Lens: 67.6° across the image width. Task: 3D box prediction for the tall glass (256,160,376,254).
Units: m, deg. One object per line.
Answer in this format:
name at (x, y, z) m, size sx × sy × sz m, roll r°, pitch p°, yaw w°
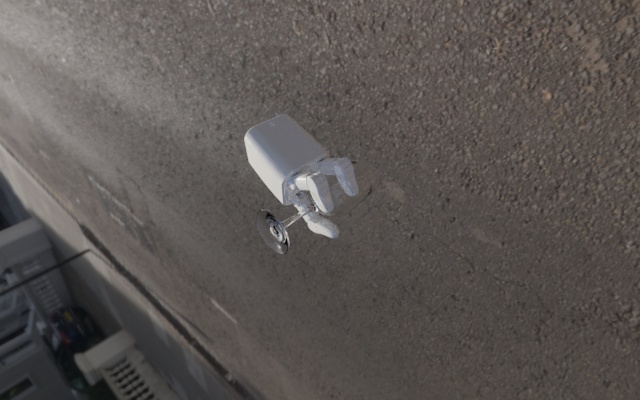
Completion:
tall glass at (0.000, 0.003, 0.753) m, size 0.201 × 0.079 × 0.079 m, roll -31°, pitch 18°, yaw -33°
